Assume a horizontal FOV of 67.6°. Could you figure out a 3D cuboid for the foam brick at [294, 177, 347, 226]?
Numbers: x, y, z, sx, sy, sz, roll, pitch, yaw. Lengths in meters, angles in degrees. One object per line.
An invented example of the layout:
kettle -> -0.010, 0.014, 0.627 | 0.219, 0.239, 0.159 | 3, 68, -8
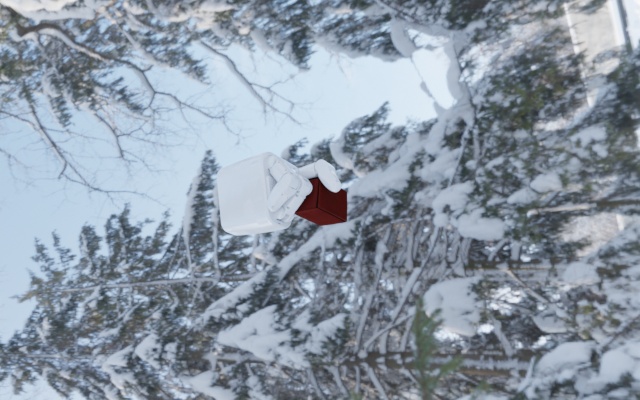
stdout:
foam brick -> 0.000, 0.003, 0.746 | 0.051, 0.053, 0.078 | -12, -26, 35
